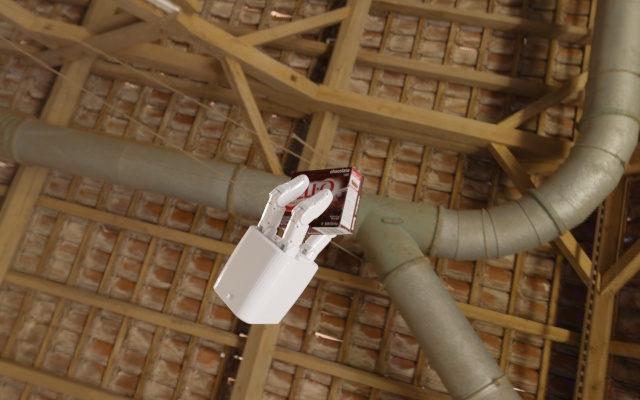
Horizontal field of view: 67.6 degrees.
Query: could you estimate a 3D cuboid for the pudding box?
[{"bbox_3d":[0.000,0.002,0.677,0.113,0.090,0.039,-1,-23,36],"label":"pudding box"}]
